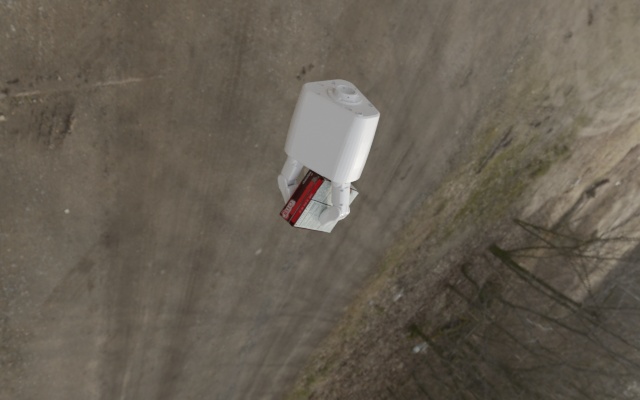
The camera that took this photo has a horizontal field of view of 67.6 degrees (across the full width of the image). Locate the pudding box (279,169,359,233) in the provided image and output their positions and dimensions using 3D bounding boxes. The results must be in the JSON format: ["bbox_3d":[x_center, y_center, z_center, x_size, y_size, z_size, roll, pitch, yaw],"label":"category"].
[{"bbox_3d":[0.000,0.002,0.746,0.039,0.090,0.113,43,15,32],"label":"pudding box"}]
